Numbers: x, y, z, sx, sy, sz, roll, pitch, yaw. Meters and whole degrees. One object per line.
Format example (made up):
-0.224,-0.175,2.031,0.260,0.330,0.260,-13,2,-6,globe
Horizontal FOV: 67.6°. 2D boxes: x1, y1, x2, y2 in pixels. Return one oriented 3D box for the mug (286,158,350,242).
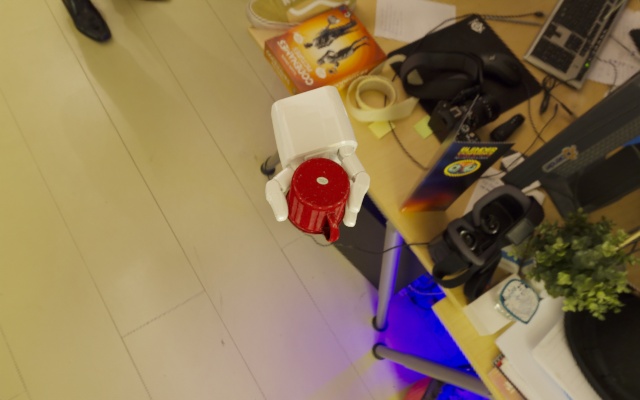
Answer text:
0.000,0.003,0.674,0.093,0.117,0.081,-13,-22,-13,mug
